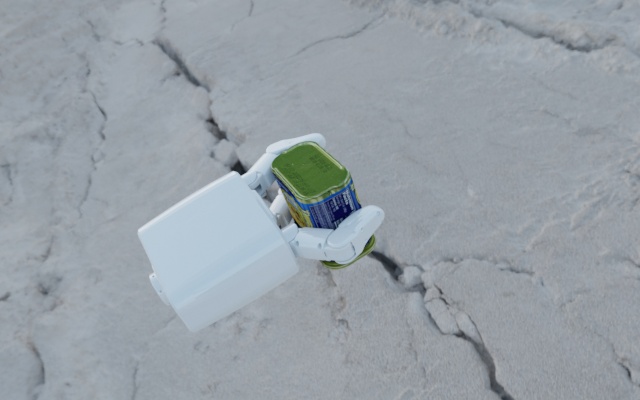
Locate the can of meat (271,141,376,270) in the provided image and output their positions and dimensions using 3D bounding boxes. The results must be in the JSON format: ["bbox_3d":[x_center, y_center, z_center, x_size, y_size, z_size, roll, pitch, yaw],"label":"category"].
[{"bbox_3d":[0.000,0.001,0.452,0.057,0.084,0.102,-30,37,-11],"label":"can of meat"}]
